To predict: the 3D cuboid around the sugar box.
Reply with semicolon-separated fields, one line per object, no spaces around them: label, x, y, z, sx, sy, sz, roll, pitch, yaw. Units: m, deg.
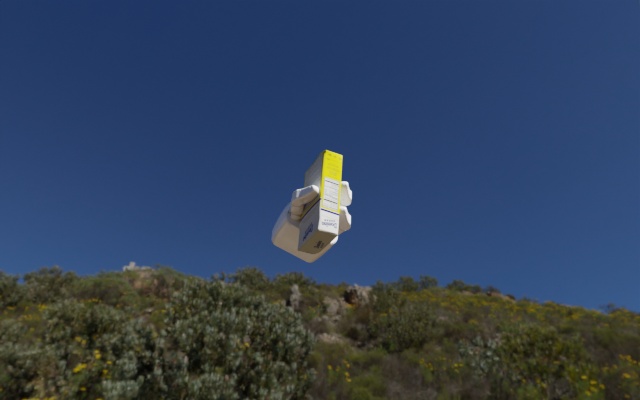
sugar box;0.001;0.003;0.885;0.048;0.176;0.093;15;-34;-20
